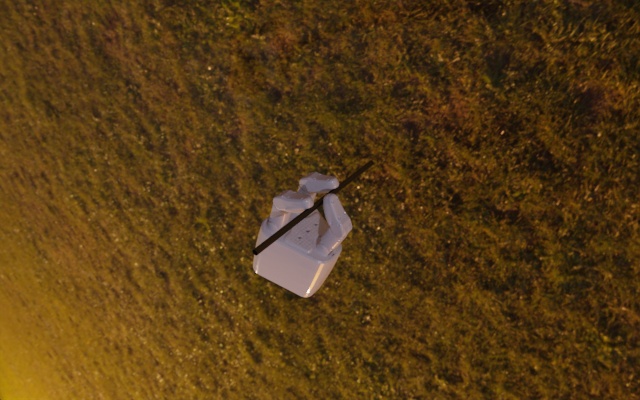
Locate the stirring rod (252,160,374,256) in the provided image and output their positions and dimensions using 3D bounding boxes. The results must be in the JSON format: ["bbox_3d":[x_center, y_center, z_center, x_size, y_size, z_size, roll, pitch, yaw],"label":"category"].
[{"bbox_3d":[0.000,0.002,0.613,0.011,0.011,0.239,0,28,44],"label":"stirring rod"}]
